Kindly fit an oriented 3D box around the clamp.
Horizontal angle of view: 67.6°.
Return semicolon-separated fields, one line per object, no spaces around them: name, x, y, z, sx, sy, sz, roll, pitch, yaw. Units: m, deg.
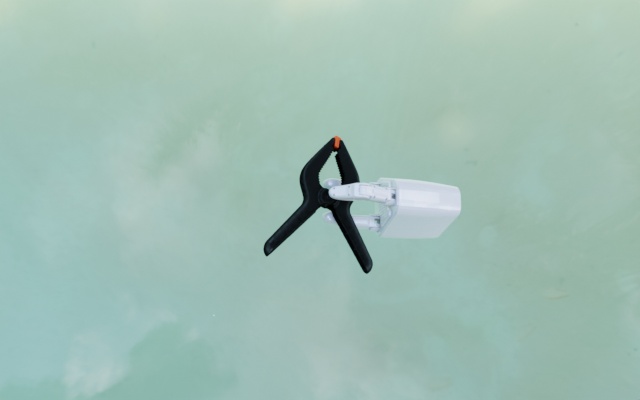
clamp;0.001;0.002;0.725;0.164;0.210;0.036;4;-14;-11
